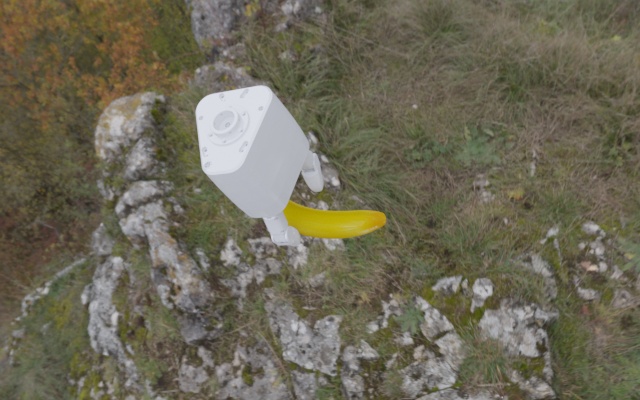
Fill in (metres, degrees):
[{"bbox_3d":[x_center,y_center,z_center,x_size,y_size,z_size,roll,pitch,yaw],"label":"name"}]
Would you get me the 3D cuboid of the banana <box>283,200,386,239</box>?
[{"bbox_3d":[-0.012,0.017,0.641,0.197,0.069,0.037,20,-20,29],"label":"banana"}]
